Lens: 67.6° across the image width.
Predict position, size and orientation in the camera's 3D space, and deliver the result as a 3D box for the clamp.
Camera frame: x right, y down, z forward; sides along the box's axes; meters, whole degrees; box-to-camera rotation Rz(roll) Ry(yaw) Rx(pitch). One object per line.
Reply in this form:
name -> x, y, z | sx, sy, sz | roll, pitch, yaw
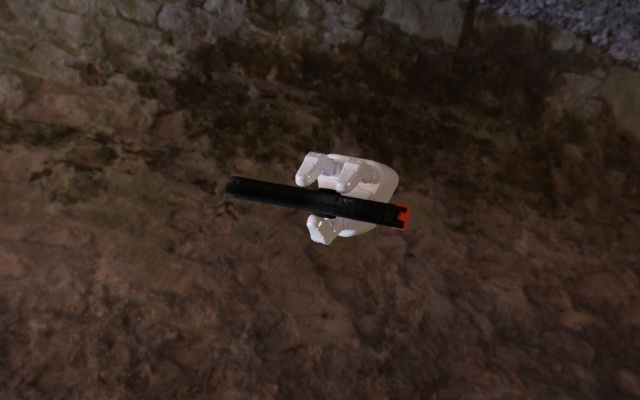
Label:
clamp -> 0.001, 0.003, 0.581 | 0.210, 0.036, 0.164 | 11, 3, 23
